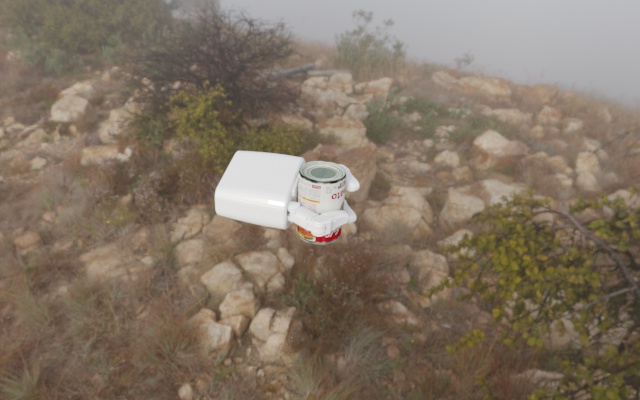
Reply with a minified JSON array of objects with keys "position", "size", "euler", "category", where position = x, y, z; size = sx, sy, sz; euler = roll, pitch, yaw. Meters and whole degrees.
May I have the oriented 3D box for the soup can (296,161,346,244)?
[{"position":[0.001,0.002,0.686],"size":[0.068,0.102,0.068],"euler":[3,30,-2],"category":"soup can"}]
